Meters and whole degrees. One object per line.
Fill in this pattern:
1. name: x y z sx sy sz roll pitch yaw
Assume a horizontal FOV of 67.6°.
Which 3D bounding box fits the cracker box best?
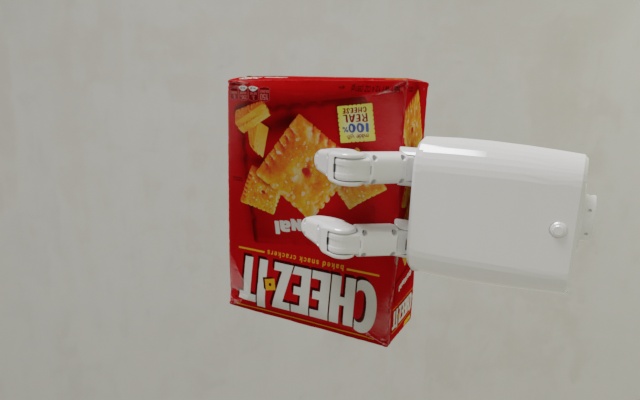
1. cracker box: 0.000 0.001 0.421 0.164 0.214 0.072 8 14 26
